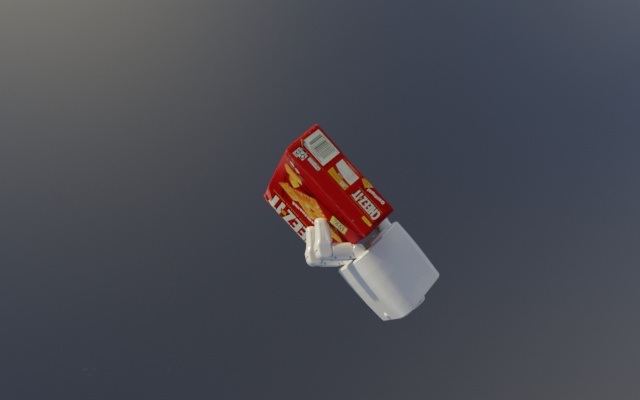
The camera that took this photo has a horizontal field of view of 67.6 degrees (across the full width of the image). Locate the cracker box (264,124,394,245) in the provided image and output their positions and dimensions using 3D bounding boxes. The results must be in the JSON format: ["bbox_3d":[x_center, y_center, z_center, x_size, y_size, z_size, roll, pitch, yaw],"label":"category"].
[{"bbox_3d":[0.000,0.002,0.744,0.072,0.164,0.214,-41,-3,-23],"label":"cracker box"}]
